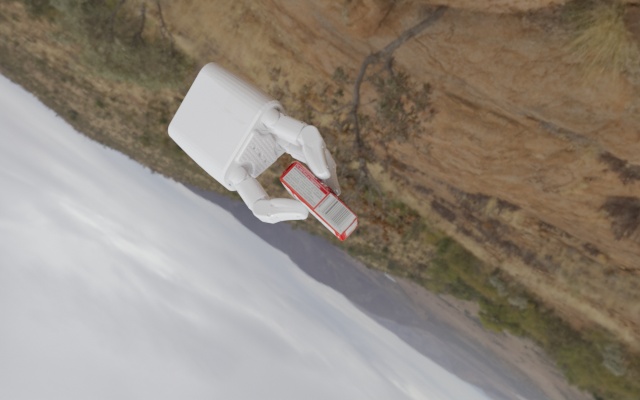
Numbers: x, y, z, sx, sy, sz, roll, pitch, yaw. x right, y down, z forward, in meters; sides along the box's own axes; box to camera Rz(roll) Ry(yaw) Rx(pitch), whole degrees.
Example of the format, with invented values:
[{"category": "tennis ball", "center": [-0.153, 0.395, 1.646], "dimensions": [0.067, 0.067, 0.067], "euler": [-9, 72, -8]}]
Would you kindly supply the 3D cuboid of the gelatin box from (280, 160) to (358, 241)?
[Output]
[{"category": "gelatin box", "center": [0.000, 0.002, 0.514], "dimensions": [0.089, 0.030, 0.073], "euler": [43, -4, 10]}]
